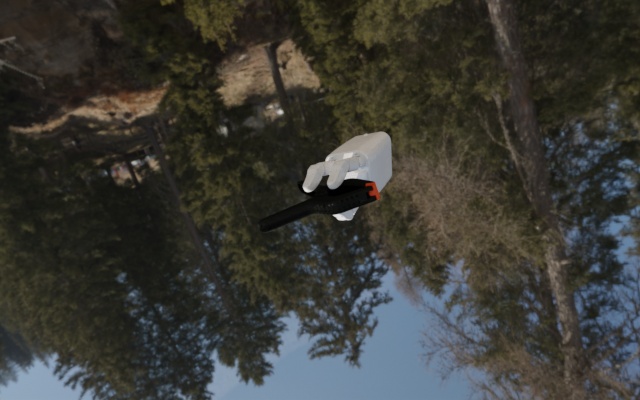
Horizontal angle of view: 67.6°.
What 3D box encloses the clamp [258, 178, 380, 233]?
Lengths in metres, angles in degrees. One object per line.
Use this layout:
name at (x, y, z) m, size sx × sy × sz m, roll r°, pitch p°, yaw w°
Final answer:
clamp at (0.001, 0.003, 0.826) m, size 0.210 × 0.036 × 0.164 m, roll -5°, pitch 28°, yaw 38°
